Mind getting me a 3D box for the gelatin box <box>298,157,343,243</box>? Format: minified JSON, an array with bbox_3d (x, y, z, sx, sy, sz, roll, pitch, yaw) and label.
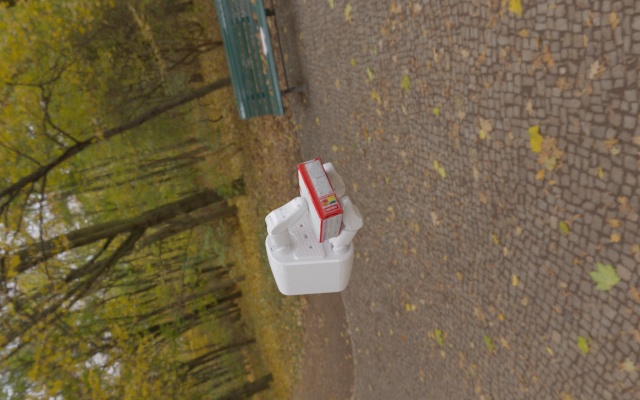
[{"bbox_3d":[0.000,0.002,0.570,0.030,0.073,0.089,-19,-21,-8],"label":"gelatin box"}]
